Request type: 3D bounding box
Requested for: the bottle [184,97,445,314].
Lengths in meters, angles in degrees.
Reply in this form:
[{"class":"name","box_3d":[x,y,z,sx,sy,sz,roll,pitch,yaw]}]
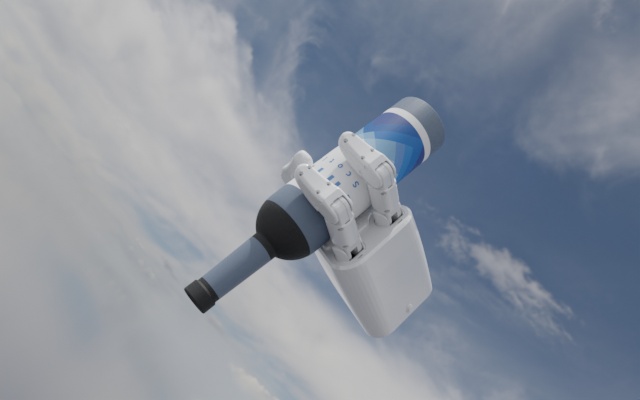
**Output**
[{"class":"bottle","box_3d":[0.000,0.001,0.458,0.295,0.069,0.069,-38,16,-22]}]
